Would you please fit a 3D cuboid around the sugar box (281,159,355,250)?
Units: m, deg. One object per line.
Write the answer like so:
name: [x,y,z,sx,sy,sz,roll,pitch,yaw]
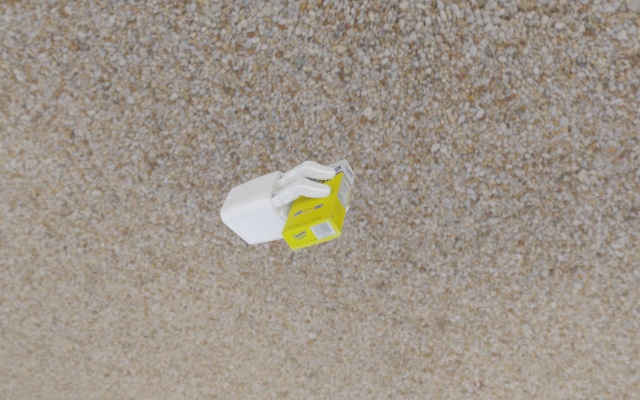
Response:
sugar box: [0.000,0.002,0.818,0.093,0.048,0.176,-18,32,24]
